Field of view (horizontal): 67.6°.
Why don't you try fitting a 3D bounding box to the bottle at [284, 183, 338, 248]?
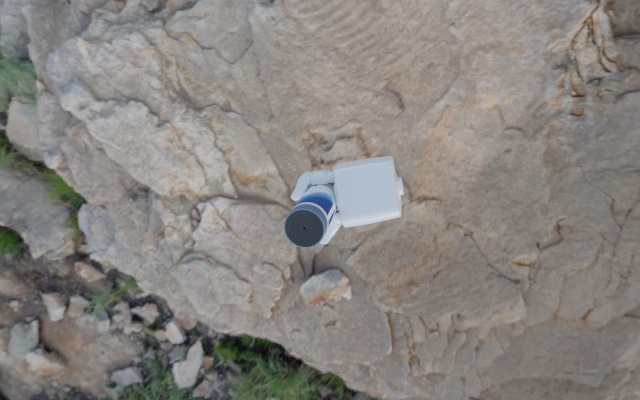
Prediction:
[{"bbox_3d":[0.000,0.003,0.885,0.069,0.069,0.295,0,16,10],"label":"bottle"}]
